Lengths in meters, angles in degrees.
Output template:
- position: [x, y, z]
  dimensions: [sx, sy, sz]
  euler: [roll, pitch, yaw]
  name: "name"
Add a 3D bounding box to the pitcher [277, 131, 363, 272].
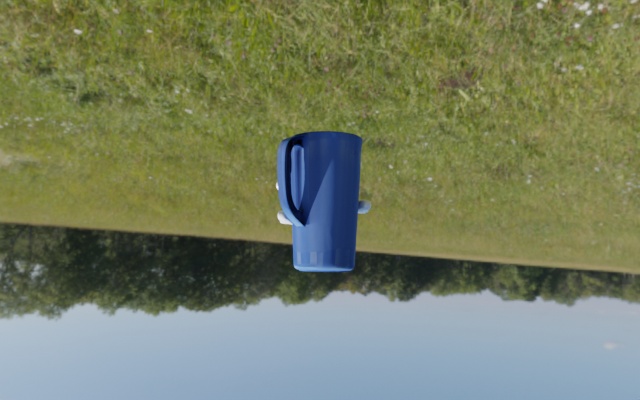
- position: [0.000, 0.003, 0.847]
  dimensions: [0.149, 0.243, 0.145]
  euler: [1, -7, -1]
  name: "pitcher"
